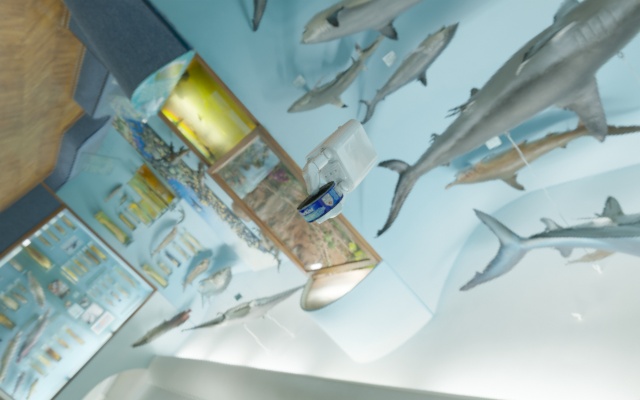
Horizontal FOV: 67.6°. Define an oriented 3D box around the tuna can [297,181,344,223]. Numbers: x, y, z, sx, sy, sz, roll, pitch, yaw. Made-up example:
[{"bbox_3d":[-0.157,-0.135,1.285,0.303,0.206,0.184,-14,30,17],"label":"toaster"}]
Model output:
[{"bbox_3d":[0.000,0.003,0.874,0.086,0.034,0.086,-36,9,7],"label":"tuna can"}]
